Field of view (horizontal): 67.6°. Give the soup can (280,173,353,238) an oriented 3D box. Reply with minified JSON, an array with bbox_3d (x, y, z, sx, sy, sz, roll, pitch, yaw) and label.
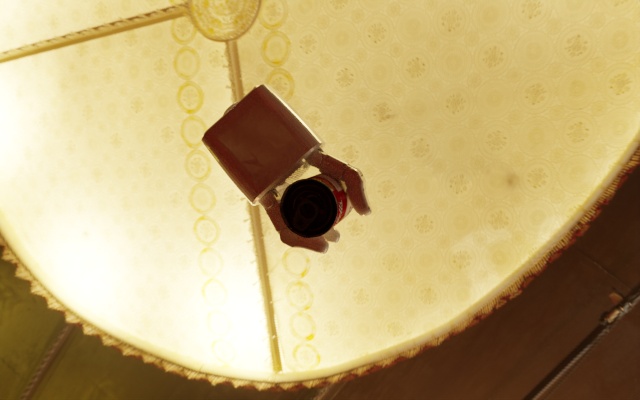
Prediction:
[{"bbox_3d":[0.001,0.002,0.580,0.068,0.068,0.102,0,8,16],"label":"soup can"}]
